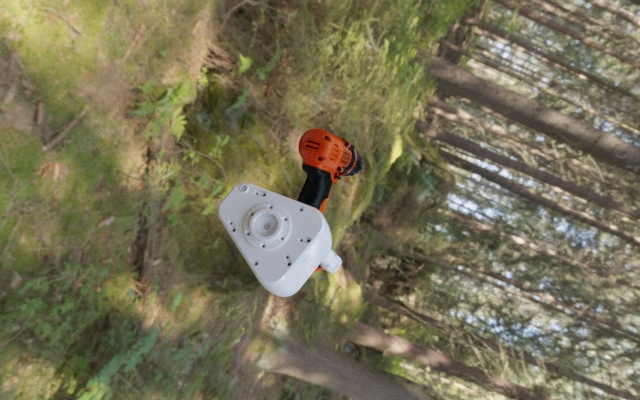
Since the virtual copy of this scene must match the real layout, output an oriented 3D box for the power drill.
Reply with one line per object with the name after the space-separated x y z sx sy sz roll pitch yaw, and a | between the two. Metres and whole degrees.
0.000 0.003 0.663 0.057 0.187 0.184 16 2 21 | power drill
